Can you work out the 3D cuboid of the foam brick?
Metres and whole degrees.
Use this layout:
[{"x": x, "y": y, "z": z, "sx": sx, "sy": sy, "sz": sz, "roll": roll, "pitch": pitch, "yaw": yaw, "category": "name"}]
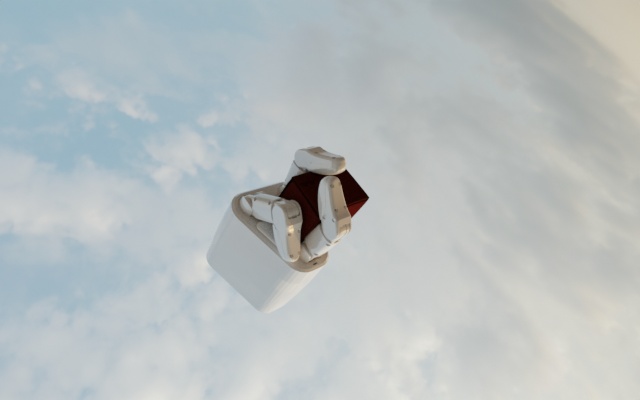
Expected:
[{"x": 0.000, "y": 0.002, "z": 0.502, "sx": 0.078, "sy": 0.053, "sz": 0.051, "roll": -18, "pitch": -25, "yaw": -43, "category": "foam brick"}]
